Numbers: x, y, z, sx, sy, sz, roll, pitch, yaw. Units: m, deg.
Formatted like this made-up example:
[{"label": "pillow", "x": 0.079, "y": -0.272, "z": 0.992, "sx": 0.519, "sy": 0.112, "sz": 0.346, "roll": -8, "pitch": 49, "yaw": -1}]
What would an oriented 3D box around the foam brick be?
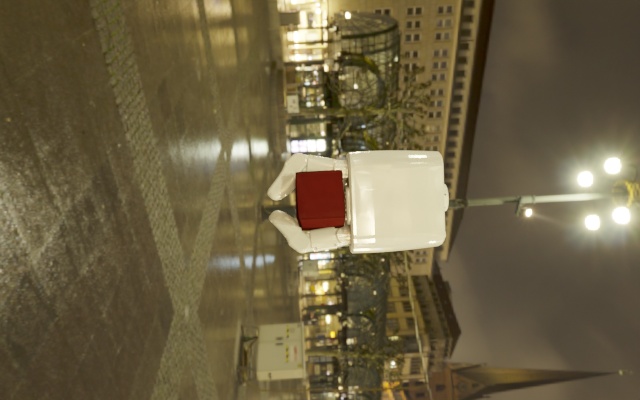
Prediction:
[{"label": "foam brick", "x": 0.000, "y": 0.002, "z": 0.531, "sx": 0.051, "sy": 0.053, "sz": 0.078, "roll": -2, "pitch": -12, "yaw": 0}]
